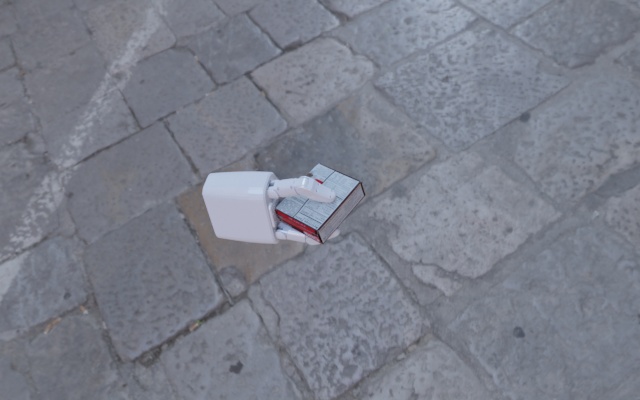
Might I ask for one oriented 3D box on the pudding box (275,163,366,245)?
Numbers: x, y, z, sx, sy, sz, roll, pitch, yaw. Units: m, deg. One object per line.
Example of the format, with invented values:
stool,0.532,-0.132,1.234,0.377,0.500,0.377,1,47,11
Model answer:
pudding box,0.000,0.002,0.734,0.090,0.113,0.039,27,-26,32
